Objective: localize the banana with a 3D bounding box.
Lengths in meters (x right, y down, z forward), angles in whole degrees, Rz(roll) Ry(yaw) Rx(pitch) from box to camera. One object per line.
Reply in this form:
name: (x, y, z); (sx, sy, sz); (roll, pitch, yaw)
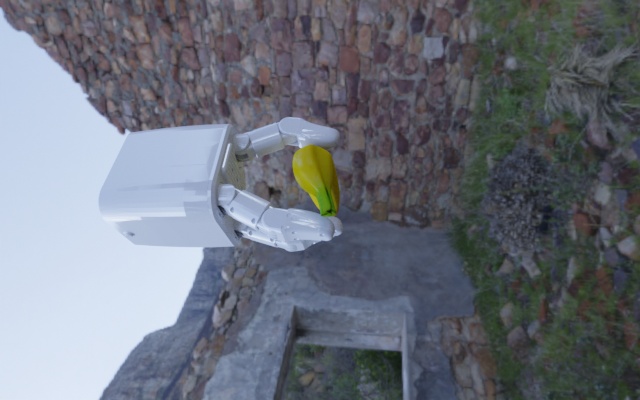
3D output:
banana: (-0.002, -0.017, 0.470); (0.037, 0.069, 0.198); (-7, -2, 4)
